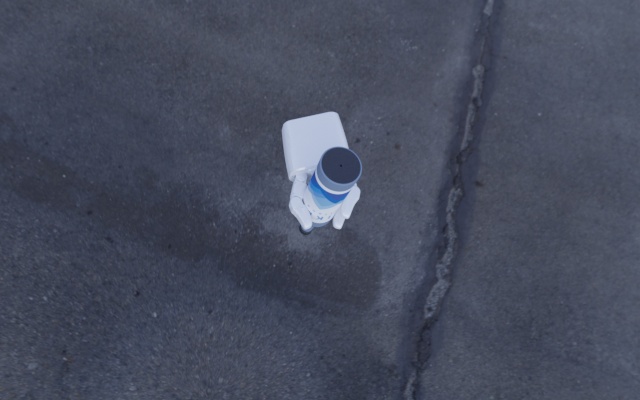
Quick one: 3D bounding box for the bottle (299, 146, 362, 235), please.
[{"bbox_3d":[0.000,0.003,0.856,0.069,0.069,0.296,0,-22,-13],"label":"bottle"}]
